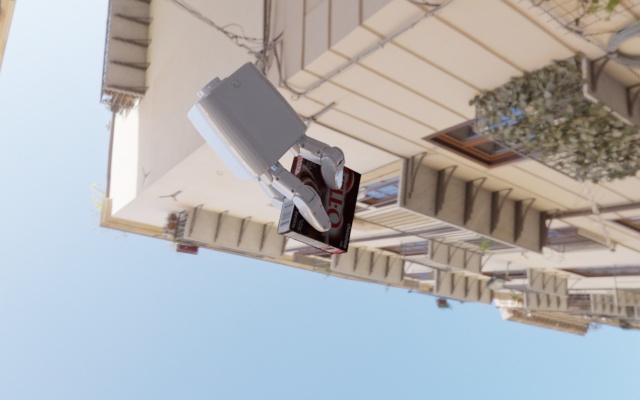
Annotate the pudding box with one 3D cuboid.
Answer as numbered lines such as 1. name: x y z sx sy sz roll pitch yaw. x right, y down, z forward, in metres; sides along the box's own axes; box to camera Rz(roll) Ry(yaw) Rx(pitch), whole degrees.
1. pudding box: 0.000 0.002 0.605 0.090 0.113 0.039 23 -21 -28
